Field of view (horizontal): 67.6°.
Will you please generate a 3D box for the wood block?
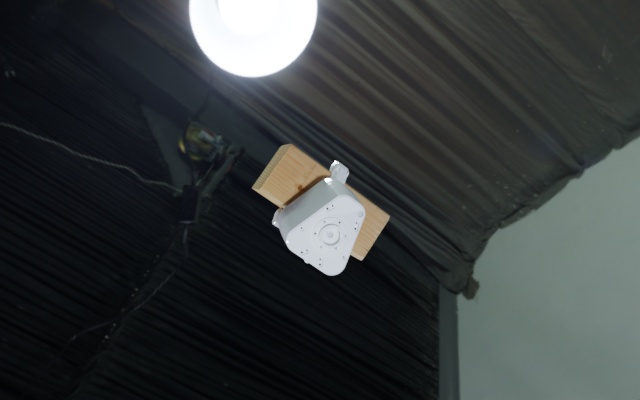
[{"bbox_3d":[0.000,0.002,0.802,0.206,0.091,0.090,36,-7,-15],"label":"wood block"}]
